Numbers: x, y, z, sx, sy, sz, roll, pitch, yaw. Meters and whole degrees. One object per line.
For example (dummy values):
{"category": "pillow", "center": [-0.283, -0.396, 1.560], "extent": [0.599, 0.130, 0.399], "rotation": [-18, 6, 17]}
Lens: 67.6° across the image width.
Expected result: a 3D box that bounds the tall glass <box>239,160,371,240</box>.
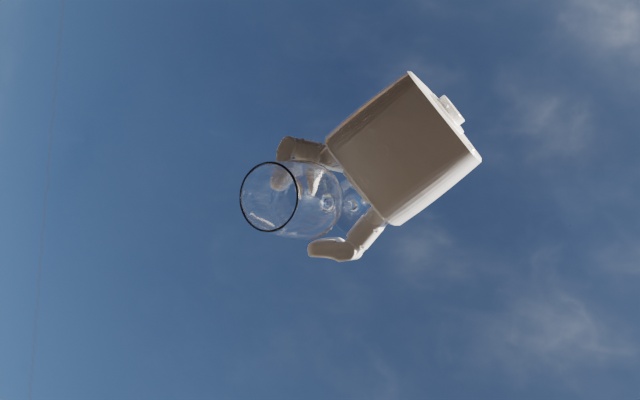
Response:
{"category": "tall glass", "center": [0.000, 0.002, 0.501], "extent": [0.079, 0.079, 0.201], "rotation": [0, -3, 28]}
